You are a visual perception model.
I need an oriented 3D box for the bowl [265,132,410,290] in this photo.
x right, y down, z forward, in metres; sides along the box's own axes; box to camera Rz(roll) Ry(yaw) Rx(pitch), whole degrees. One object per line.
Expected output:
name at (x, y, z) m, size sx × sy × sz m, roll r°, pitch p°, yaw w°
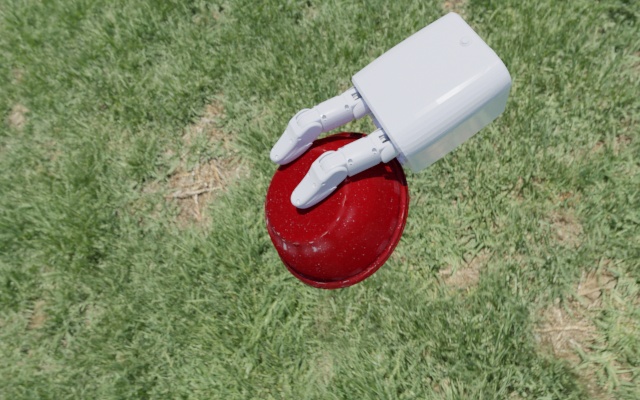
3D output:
bowl at (-0.001, 0.002, 0.459) m, size 0.162 × 0.162 × 0.055 m, roll 0°, pitch -14°, yaw 35°
